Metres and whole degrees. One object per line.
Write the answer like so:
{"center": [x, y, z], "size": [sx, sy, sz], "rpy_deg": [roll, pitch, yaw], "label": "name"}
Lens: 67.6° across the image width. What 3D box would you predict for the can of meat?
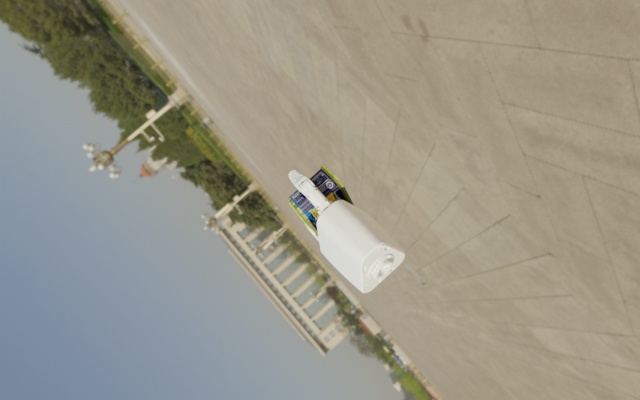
{"center": [0.000, 0.003, 0.805], "size": [0.057, 0.084, 0.102], "rpy_deg": [45, -7, 32], "label": "can of meat"}
